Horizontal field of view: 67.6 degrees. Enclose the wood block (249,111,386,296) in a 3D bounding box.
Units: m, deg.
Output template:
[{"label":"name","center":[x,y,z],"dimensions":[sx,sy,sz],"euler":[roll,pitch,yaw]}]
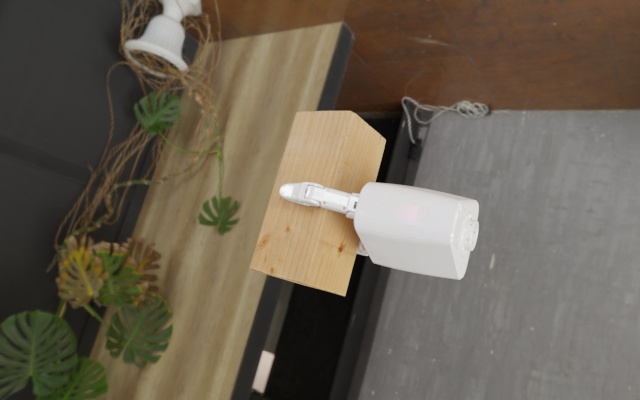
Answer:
[{"label":"wood block","center":[0.000,0.002,0.593],"dimensions":[0.090,0.206,0.091],"euler":[8,-13,38]}]
